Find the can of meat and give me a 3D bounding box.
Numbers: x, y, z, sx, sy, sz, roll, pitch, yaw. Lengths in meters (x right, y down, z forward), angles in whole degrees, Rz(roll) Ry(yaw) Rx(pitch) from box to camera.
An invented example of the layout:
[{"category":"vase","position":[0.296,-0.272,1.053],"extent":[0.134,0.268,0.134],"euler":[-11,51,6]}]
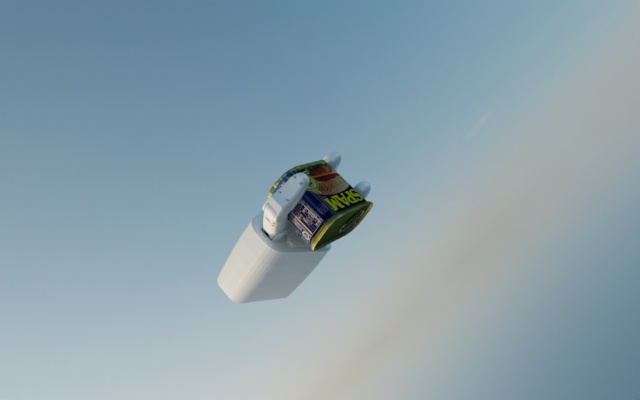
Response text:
[{"category":"can of meat","position":[0.000,0.002,0.563],"extent":[0.084,0.057,0.102],"euler":[45,32,17]}]
